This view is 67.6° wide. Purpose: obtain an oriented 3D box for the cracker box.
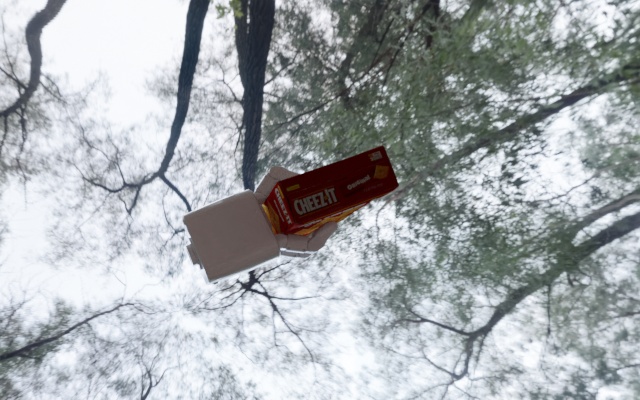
[{"bbox_3d":[0.000,0.002,0.732,0.164,0.072,0.214,-21,-6,-19],"label":"cracker box"}]
